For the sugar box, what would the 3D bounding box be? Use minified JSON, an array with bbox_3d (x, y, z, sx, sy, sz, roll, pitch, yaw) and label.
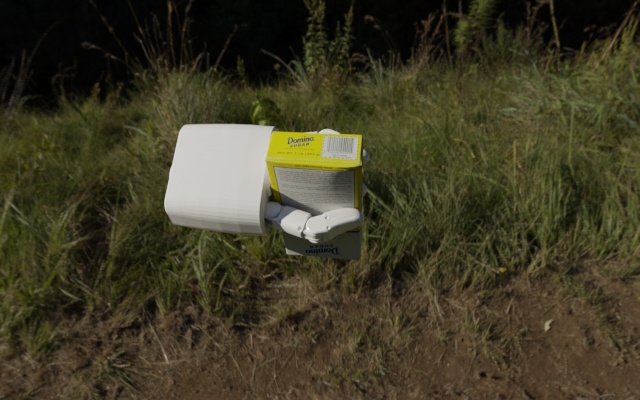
[{"bbox_3d":[0.000,0.001,0.525,0.093,0.048,0.176,4,-34,7],"label":"sugar box"}]
